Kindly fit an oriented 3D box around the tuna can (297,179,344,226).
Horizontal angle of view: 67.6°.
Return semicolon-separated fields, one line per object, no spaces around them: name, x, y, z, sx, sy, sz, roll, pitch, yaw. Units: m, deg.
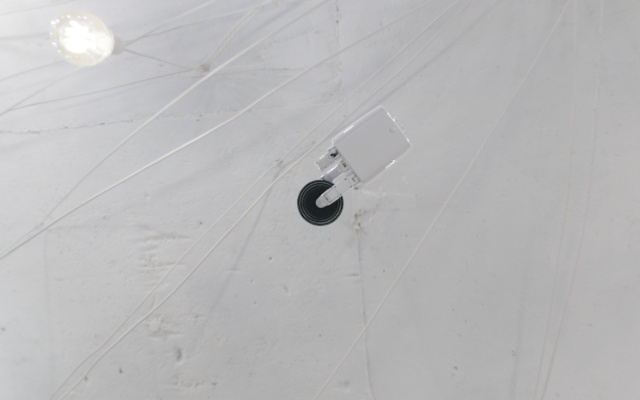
tuna can;0.000;0.003;0.885;0.086;0.086;0.033;0;7;1
